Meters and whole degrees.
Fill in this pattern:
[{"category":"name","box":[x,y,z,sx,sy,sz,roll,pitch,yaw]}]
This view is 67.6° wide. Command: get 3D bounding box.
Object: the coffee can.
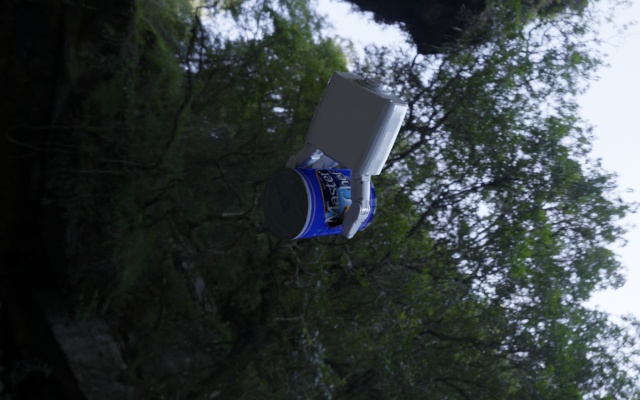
[{"category":"coffee can","box":[0.000,0.003,0.716,0.140,0.103,0.103,-3,2,-42]}]
